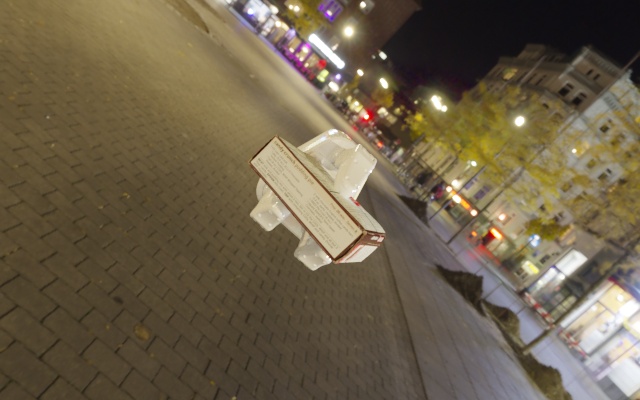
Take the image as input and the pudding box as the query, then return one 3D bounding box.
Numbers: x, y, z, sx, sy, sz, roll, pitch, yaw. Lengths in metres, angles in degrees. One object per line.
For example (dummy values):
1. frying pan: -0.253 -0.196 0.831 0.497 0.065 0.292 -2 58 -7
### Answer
1. pudding box: 0.000 0.001 0.409 0.113 0.039 0.090 46 9 17
